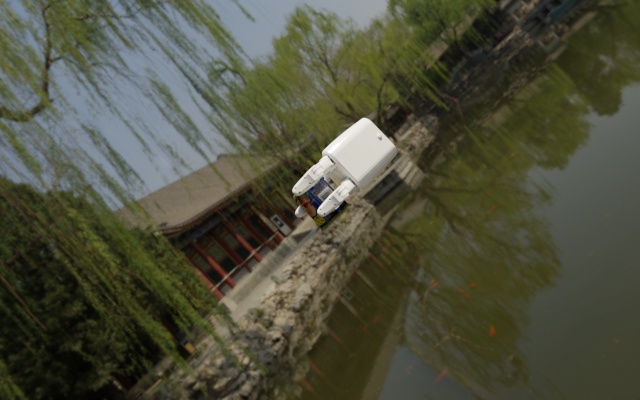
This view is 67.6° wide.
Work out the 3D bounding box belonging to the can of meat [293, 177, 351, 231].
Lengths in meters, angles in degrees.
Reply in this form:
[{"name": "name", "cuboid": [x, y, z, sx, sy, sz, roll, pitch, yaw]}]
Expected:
[{"name": "can of meat", "cuboid": [0.000, 0.003, 0.861, 0.057, 0.084, 0.102, -43, -1, -14]}]
